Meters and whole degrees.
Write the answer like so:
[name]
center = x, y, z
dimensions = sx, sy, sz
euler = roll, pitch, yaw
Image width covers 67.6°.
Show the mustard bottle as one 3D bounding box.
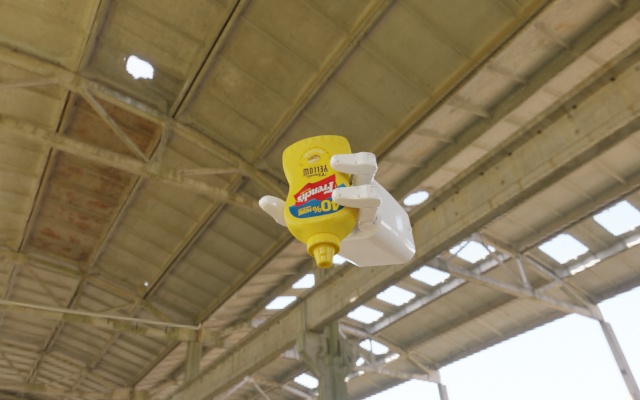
[mustard bottle]
center = 0.000, 0.002, 0.628
dimensions = 0.096, 0.191, 0.058
euler = -10, -37, 7
